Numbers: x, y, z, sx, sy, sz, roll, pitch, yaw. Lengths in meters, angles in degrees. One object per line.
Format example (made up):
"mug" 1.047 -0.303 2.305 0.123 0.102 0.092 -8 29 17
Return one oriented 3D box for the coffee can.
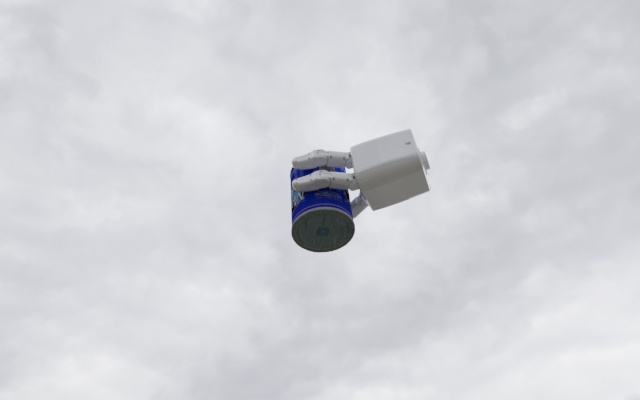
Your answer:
"coffee can" 0.000 0.003 0.811 0.103 0.103 0.140 0 44 -5
